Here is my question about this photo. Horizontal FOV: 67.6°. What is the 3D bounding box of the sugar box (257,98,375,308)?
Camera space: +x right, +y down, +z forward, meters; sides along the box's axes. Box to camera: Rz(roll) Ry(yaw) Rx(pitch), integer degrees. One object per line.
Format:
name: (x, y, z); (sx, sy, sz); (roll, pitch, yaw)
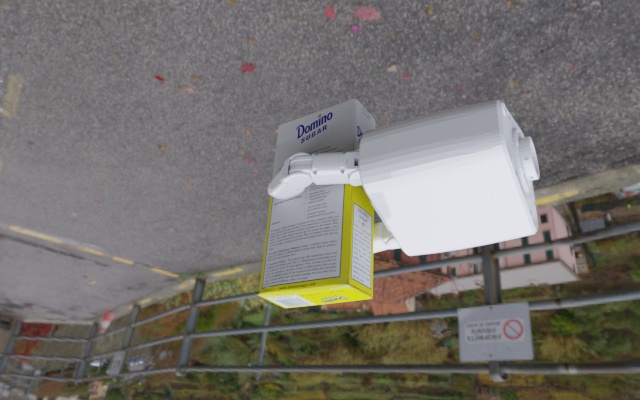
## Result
sugar box: (0.000, 0.002, 0.427); (0.093, 0.176, 0.048); (-13, -34, 32)
